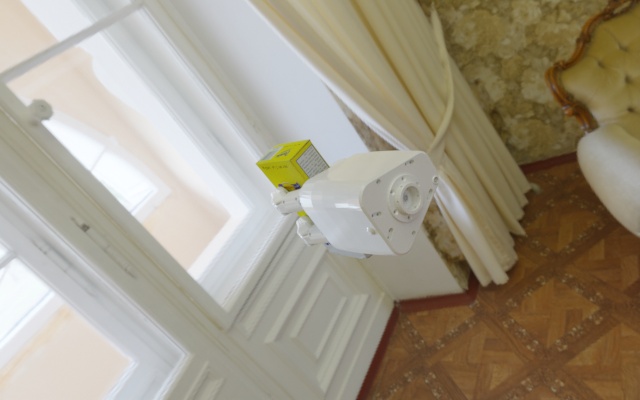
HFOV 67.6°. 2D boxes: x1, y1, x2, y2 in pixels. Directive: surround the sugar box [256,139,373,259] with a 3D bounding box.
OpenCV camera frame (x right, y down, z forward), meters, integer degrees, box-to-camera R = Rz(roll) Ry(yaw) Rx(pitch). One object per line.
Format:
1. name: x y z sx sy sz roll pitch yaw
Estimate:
1. sugar box: 0.000 0.002 0.631 0.048 0.176 0.093 -47 25 -24
